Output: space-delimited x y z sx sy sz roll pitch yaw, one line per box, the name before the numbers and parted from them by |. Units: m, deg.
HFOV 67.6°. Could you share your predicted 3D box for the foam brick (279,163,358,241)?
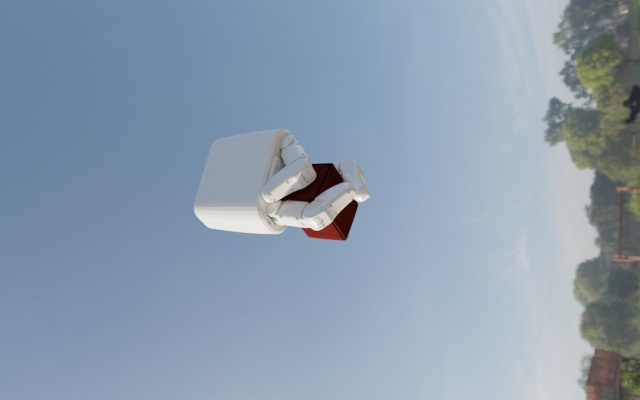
foam brick | 0.000 0.002 0.539 0.051 0.053 0.078 0 -39 33
